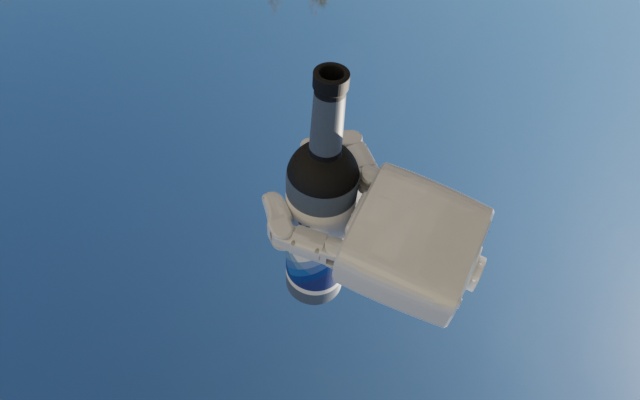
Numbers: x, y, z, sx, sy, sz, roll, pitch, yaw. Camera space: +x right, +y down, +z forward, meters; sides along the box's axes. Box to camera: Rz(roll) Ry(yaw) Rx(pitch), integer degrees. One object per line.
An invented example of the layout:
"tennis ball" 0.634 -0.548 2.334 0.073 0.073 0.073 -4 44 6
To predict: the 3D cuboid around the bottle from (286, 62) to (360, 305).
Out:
"bottle" 0.000 0.002 0.457 0.069 0.069 0.296 0 -40 -4
